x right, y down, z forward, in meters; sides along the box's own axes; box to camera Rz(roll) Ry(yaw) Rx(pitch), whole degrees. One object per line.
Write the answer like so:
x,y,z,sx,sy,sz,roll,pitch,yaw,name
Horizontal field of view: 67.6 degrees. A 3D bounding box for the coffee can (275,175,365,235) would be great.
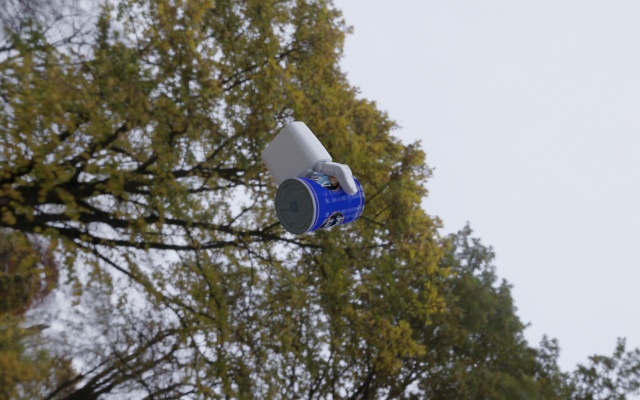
0.000,0.003,0.899,0.103,0.103,0.140,0,7,45,coffee can
